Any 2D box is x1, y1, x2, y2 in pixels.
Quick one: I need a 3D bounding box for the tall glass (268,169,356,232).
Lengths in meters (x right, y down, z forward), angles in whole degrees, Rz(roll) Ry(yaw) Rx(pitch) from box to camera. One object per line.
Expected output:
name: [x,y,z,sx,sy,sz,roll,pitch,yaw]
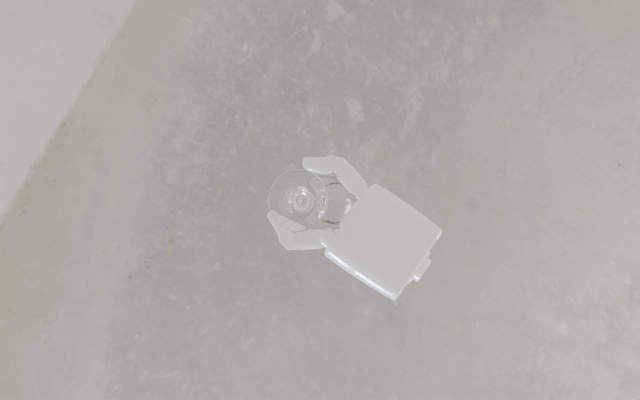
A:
tall glass: [0.000,0.002,0.655,0.079,0.079,0.201,0,-1,15]
